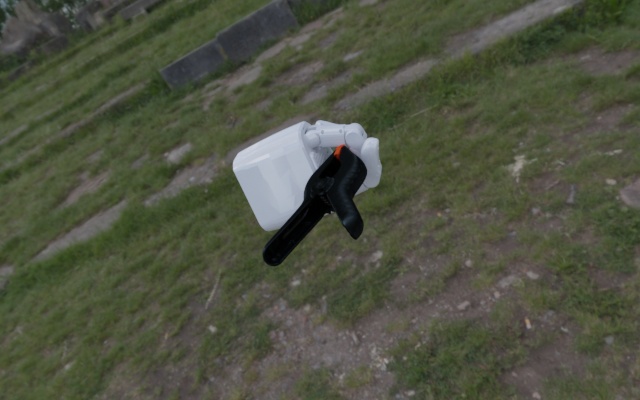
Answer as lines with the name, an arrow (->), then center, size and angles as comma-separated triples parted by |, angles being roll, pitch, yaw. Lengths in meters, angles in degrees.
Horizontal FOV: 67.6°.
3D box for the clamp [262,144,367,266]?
clamp -> 0.000, 0.001, 0.517 | 0.120, 0.039, 0.171 | -21, 27, 24
